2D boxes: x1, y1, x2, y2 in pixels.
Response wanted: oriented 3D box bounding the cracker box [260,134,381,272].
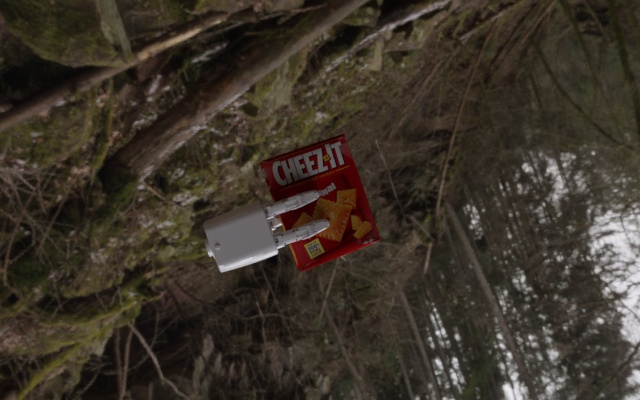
[{"bbox_3d":[0.000,0.003,0.888,0.164,0.214,0.072,-20,4,-10],"label":"cracker box"}]
